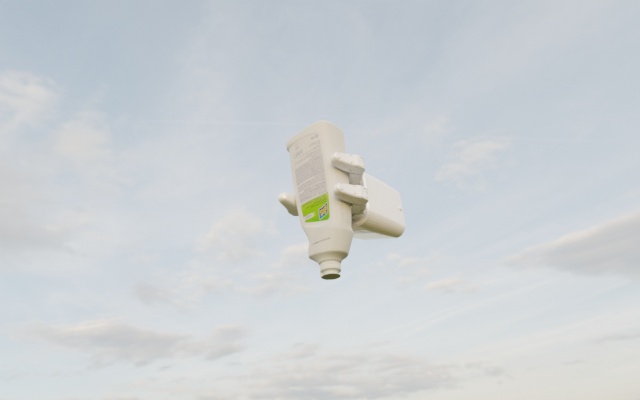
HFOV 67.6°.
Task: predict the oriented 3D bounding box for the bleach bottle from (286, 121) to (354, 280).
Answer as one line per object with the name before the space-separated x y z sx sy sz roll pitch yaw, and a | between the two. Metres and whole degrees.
bleach bottle | 0.000 0.002 0.748 0.068 0.250 0.102 21 -37 -40
